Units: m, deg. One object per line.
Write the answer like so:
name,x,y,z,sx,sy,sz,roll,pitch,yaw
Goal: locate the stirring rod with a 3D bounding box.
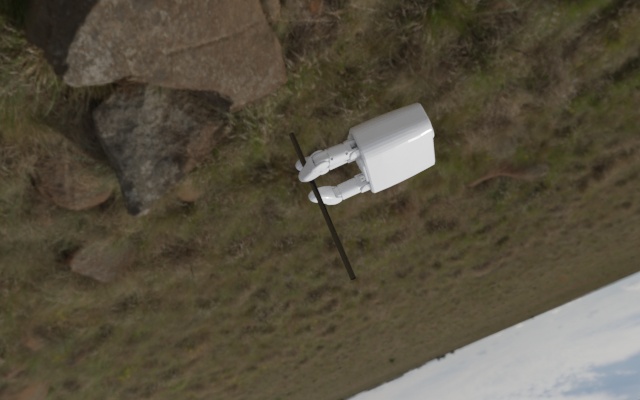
stirring rod,0.000,0.002,0.686,0.011,0.239,0.011,-20,-20,-8
